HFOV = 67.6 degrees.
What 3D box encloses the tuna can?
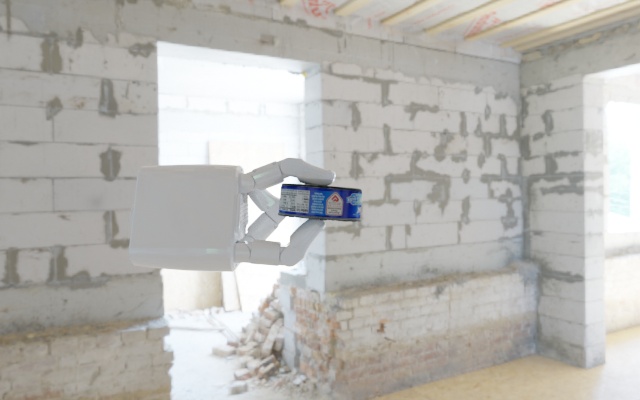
[{"bbox_3d":[0.000,0.001,0.492,0.086,0.034,0.086,4,1,0],"label":"tuna can"}]
